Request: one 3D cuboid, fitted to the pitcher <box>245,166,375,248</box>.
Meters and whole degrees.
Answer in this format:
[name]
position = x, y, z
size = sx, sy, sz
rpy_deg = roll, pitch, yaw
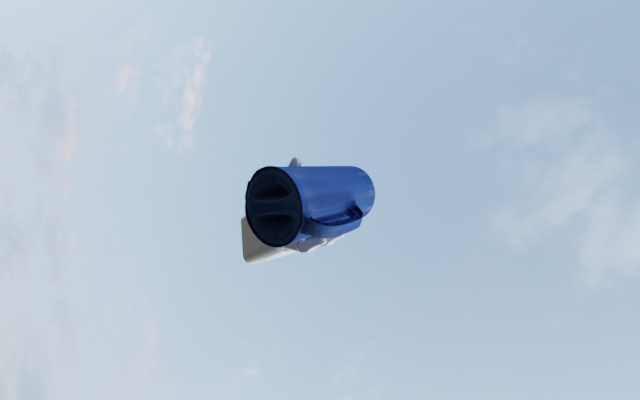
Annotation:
[pitcher]
position = 0.000, 0.003, 0.854
size = 0.145, 0.149, 0.243
rpy_deg = -29, -12, 39
